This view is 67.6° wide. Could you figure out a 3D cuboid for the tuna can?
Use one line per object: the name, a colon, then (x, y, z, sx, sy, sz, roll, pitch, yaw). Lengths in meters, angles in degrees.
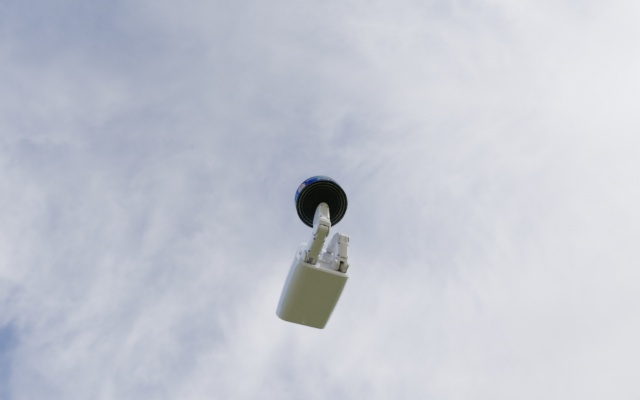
tuna can: (0.000, 0.002, 0.792, 0.086, 0.086, 0.033, 0, 19, -10)
